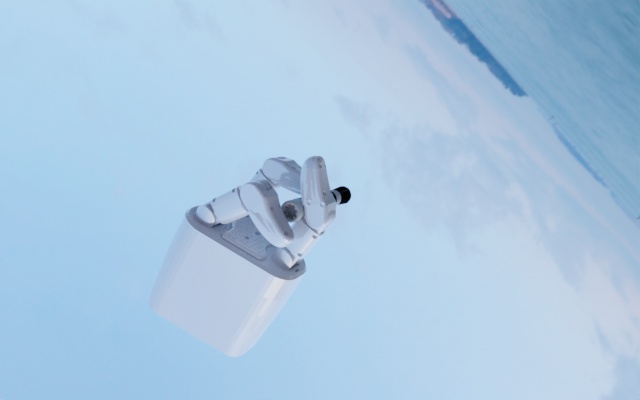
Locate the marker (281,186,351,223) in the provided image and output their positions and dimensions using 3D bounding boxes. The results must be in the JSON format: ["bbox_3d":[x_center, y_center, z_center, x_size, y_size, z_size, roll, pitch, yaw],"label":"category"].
[{"bbox_3d":[0.000,0.001,0.448,0.020,0.020,0.121,0,8,25],"label":"marker"}]
